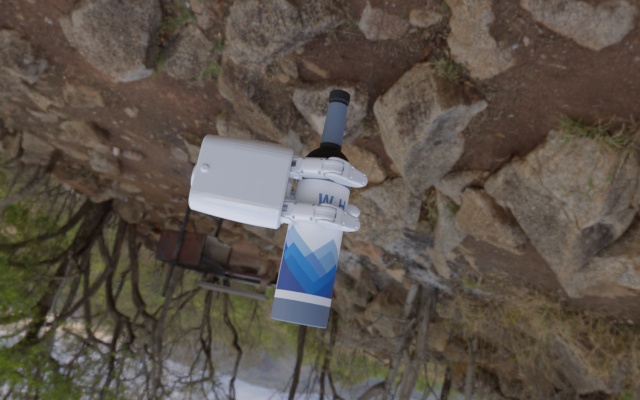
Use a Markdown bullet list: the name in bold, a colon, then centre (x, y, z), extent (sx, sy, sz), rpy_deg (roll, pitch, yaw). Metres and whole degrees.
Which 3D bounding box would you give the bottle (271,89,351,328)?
- **bottle**: centre (0.000, 0.002, 0.589), extent (0.069, 0.295, 0.069), rpy_deg (10, -13, 2)
